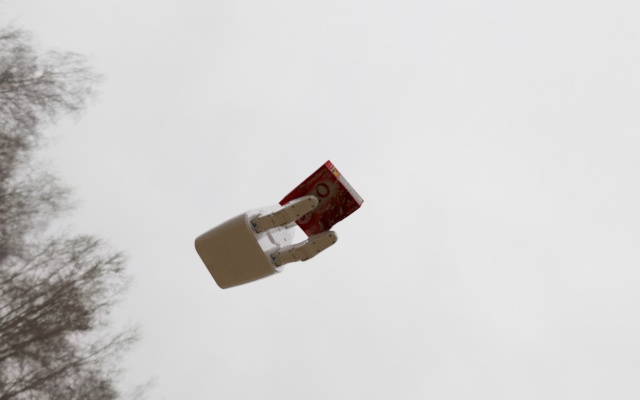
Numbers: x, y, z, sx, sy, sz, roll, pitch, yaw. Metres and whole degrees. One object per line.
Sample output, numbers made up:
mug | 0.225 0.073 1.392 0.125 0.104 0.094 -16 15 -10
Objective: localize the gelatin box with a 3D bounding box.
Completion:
gelatin box | 0.000 0.002 0.629 0.089 0.073 0.030 -38 5 24
